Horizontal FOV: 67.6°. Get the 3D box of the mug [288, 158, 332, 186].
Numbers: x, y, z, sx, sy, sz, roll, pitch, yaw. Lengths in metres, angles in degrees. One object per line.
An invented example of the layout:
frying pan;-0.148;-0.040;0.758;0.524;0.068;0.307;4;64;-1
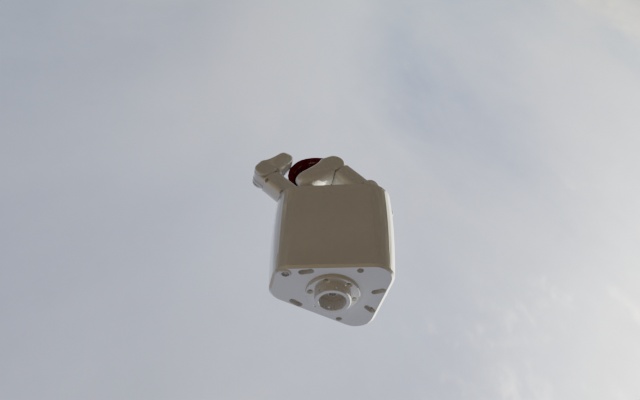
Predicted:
mug;0.000;0.001;0.571;0.093;0.082;0.117;12;39;-7
